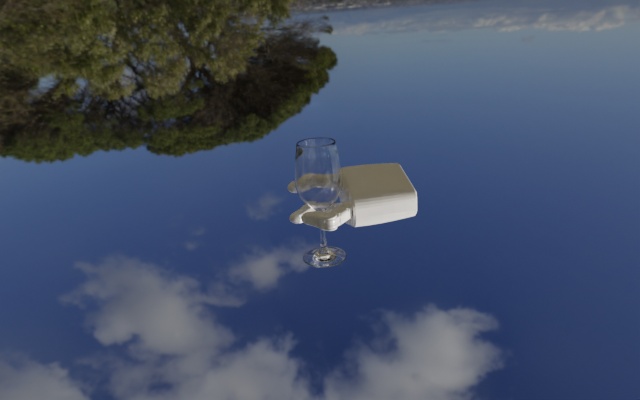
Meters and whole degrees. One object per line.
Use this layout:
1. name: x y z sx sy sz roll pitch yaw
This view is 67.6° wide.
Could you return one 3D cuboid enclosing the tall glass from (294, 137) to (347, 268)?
1. tall glass: 0.000 0.003 0.774 0.079 0.201 0.079 -4 20 2
